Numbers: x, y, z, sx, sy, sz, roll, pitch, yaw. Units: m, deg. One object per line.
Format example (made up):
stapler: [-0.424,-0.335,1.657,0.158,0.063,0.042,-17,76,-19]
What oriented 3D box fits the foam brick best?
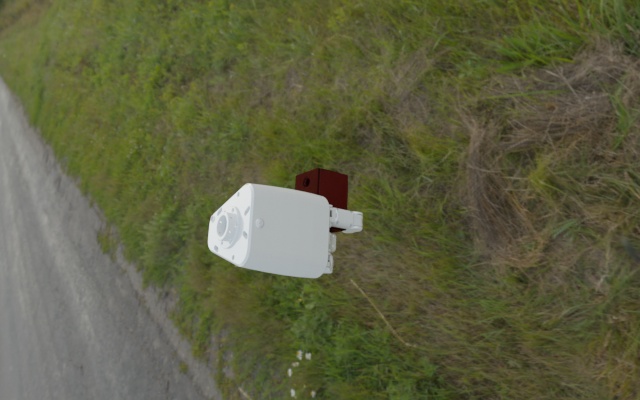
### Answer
foam brick: [0.000,0.002,0.630,0.051,0.078,0.053,12,-16,-35]
